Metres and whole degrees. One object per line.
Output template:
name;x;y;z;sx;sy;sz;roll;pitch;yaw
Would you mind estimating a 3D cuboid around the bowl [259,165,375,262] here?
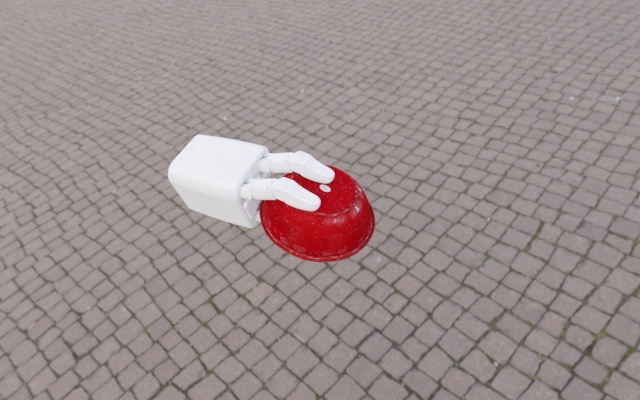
bowl;0.001;0.002;0.642;0.162;0.162;0.055;0;-42;-11
